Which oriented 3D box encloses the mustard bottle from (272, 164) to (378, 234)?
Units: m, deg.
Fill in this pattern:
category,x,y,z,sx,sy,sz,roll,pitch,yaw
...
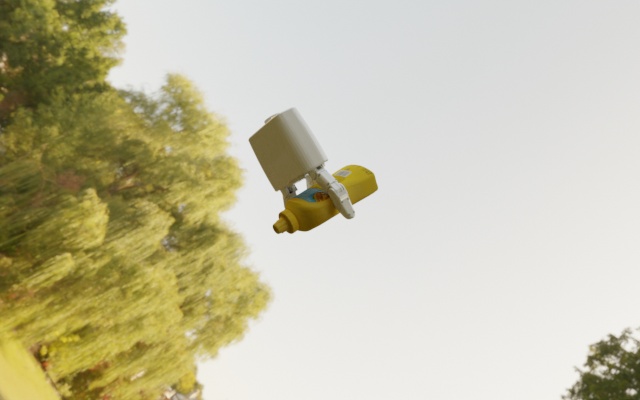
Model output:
category,x,y,z,sx,sy,sz,roll,pitch,yaw
mustard bottle,0.000,0.003,0.808,0.191,0.058,0.096,-31,26,-28
